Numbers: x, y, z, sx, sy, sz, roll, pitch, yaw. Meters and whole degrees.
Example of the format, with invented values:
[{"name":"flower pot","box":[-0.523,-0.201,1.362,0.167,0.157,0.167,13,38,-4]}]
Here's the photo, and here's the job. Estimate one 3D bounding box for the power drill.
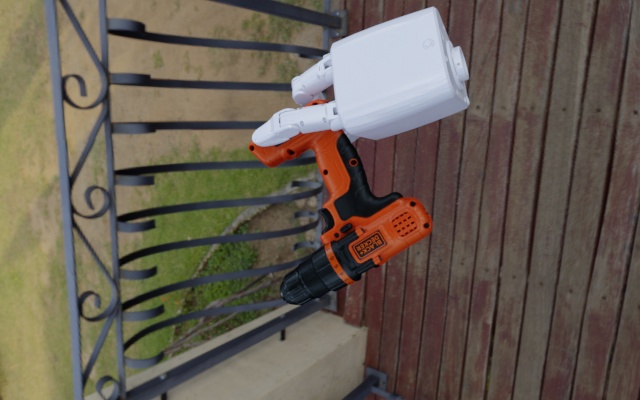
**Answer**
[{"name":"power drill","box":[0.000,0.001,0.521,0.184,0.187,0.057,-32,-5,12]}]
